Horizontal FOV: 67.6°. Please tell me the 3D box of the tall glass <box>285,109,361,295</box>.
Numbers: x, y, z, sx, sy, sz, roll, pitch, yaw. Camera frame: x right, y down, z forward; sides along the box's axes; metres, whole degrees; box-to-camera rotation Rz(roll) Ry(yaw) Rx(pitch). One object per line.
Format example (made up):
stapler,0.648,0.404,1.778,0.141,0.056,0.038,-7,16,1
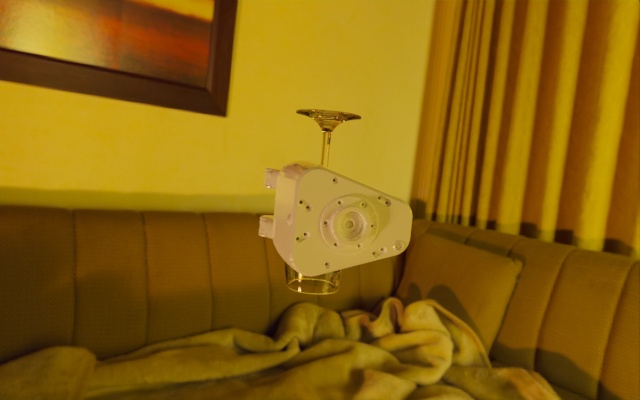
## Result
tall glass,0.000,0.001,0.544,0.079,0.201,0.079,5,4,0
